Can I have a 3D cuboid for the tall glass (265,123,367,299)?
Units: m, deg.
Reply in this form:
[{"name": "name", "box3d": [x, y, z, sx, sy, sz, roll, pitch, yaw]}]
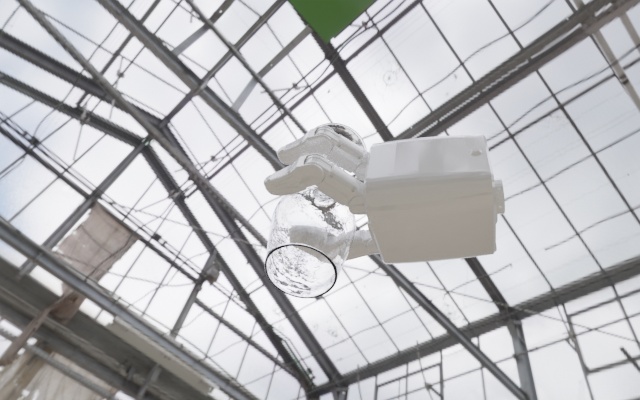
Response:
[{"name": "tall glass", "box3d": [0.000, 0.001, 0.472, 0.079, 0.079, 0.201, 0, 36, 12]}]
